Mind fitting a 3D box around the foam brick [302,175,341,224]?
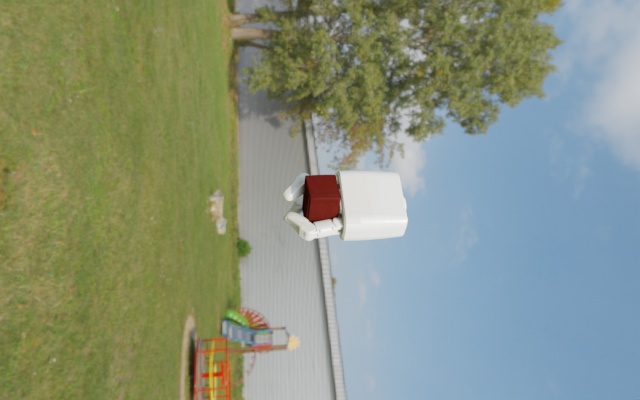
[{"bbox_3d":[0.000,0.002,0.776,0.051,0.053,0.078,-2,-43,-9],"label":"foam brick"}]
